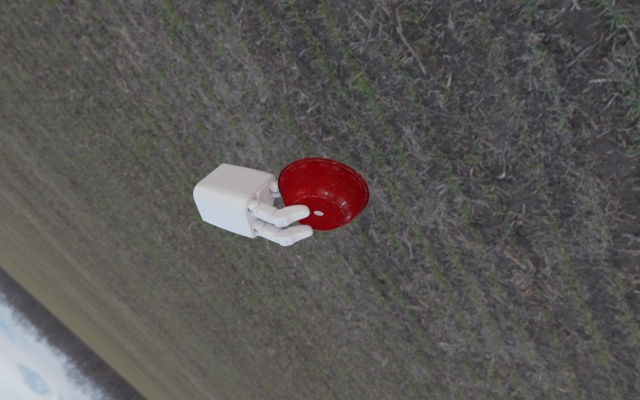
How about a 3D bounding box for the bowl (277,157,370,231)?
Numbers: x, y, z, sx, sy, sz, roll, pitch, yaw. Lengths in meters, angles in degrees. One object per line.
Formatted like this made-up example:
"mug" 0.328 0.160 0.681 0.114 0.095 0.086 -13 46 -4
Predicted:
"bowl" 0.001 0.003 0.807 0.162 0.055 0.162 7 -39 6
